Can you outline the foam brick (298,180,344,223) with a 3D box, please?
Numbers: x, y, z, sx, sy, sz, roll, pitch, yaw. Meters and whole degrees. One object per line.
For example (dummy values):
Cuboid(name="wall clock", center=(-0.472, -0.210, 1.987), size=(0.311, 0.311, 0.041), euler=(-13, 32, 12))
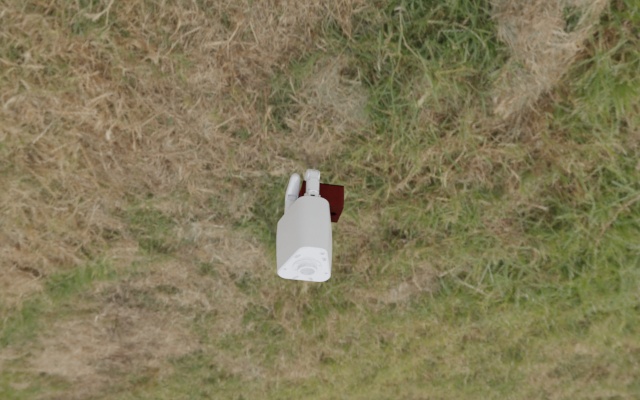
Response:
Cuboid(name="foam brick", center=(0.000, 0.003, 0.871), size=(0.078, 0.051, 0.053), euler=(7, -37, -10))
